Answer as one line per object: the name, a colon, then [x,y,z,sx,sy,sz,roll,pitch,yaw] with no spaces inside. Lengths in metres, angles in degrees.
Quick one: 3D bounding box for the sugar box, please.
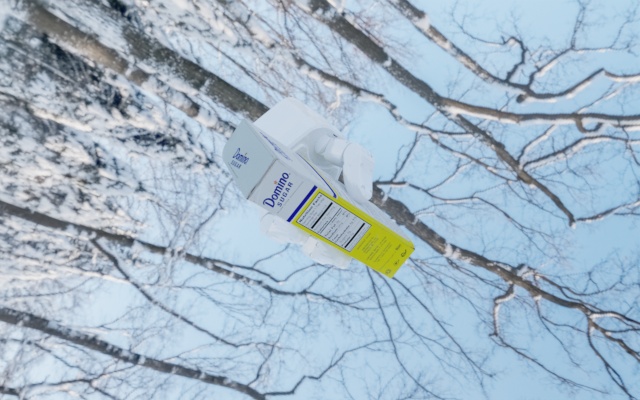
sugar box: [0.000,0.002,0.427,0.176,0.048,0.093,29,12,-34]
